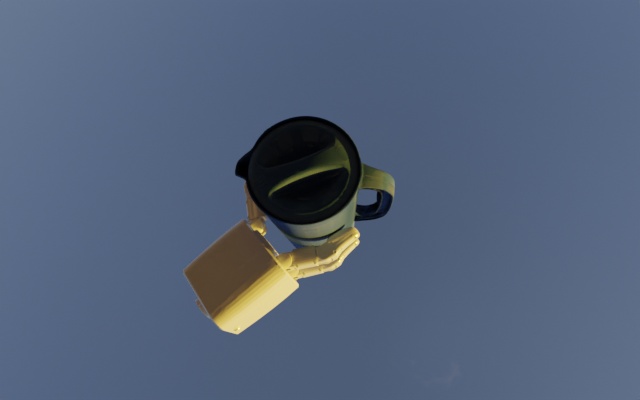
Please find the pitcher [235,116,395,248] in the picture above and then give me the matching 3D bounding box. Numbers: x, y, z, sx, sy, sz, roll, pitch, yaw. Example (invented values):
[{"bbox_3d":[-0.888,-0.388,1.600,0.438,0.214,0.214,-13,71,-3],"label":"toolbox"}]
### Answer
[{"bbox_3d":[0.000,0.002,0.643,0.145,0.149,0.243,-39,-18,-8],"label":"pitcher"}]
